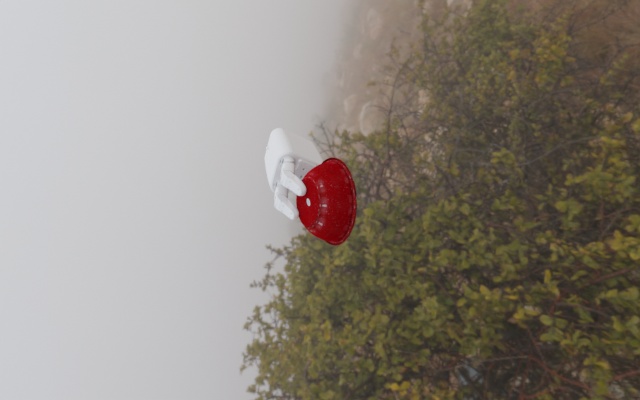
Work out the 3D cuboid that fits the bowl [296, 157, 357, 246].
[{"bbox_3d":[0.000,0.003,0.860,0.055,0.162,0.162,-2,1,-29],"label":"bowl"}]
